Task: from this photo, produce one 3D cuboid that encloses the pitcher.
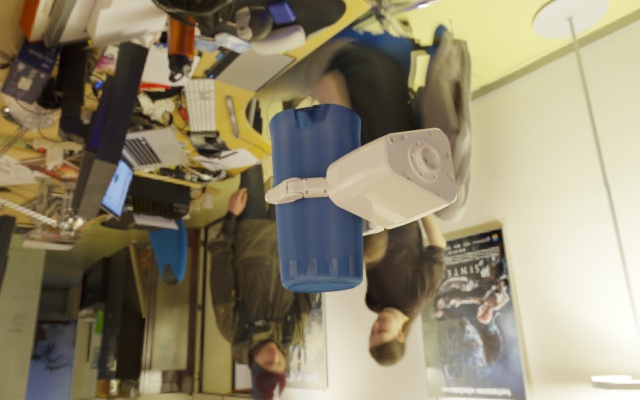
[{"bbox_3d":[0.000,0.002,0.667,0.149,0.242,0.145,9,-21,-33],"label":"pitcher"}]
